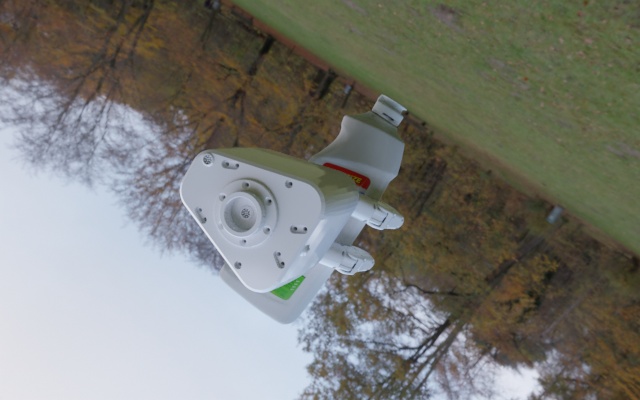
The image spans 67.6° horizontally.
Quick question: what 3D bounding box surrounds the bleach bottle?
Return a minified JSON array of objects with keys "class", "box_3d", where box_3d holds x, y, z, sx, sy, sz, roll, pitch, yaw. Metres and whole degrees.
[{"class":"bleach bottle","box_3d":[0.000,0.002,0.496,0.102,0.251,0.068,35,12,11]}]
